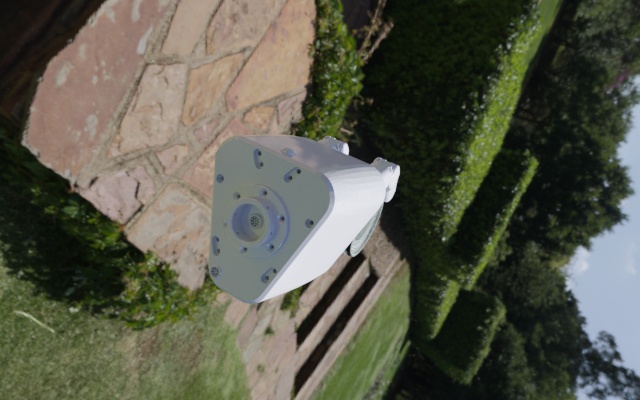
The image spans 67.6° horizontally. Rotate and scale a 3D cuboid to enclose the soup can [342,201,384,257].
[{"bbox_3d":[0.000,0.002,0.452,0.102,0.068,0.068,26,9,19],"label":"soup can"}]
